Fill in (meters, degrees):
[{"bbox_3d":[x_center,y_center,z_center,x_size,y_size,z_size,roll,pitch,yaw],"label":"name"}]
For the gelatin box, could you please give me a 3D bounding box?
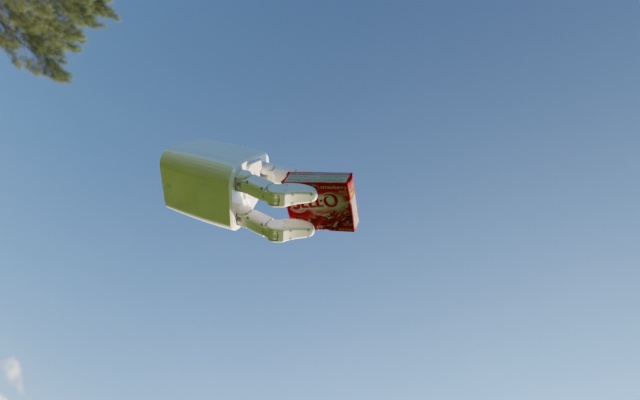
[{"bbox_3d":[0.001,0.002,0.605,0.089,0.073,0.030,2,33,18],"label":"gelatin box"}]
